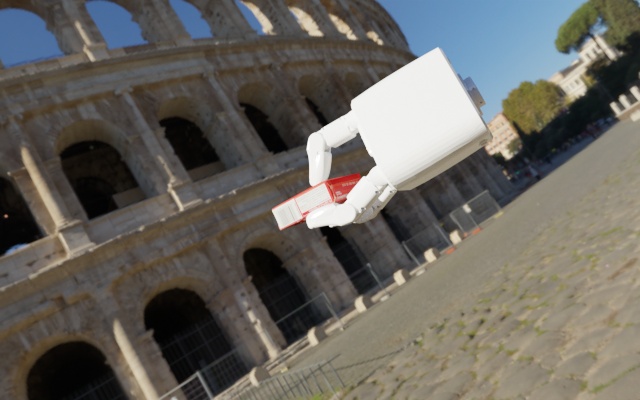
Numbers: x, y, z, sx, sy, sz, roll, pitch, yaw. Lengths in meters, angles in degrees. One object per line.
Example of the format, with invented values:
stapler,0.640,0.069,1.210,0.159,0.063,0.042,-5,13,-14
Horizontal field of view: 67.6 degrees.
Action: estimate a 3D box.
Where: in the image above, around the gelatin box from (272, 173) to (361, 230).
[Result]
gelatin box,0.000,0.002,0.559,0.089,0.030,0.073,-27,-7,34
